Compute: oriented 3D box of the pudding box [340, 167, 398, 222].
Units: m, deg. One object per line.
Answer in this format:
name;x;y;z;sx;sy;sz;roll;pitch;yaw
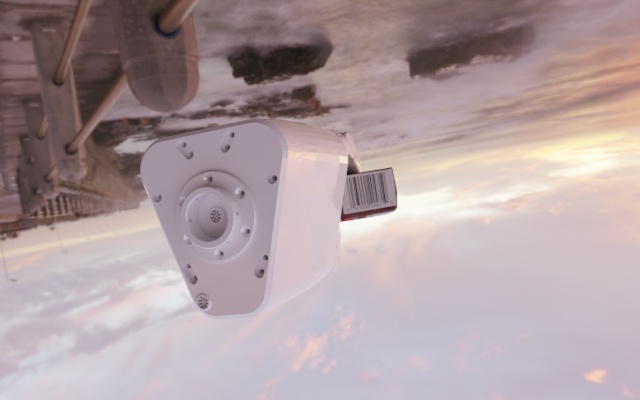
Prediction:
pudding box;0.000;0.002;0.416;0.113;0.039;0.090;-7;-2;-9
